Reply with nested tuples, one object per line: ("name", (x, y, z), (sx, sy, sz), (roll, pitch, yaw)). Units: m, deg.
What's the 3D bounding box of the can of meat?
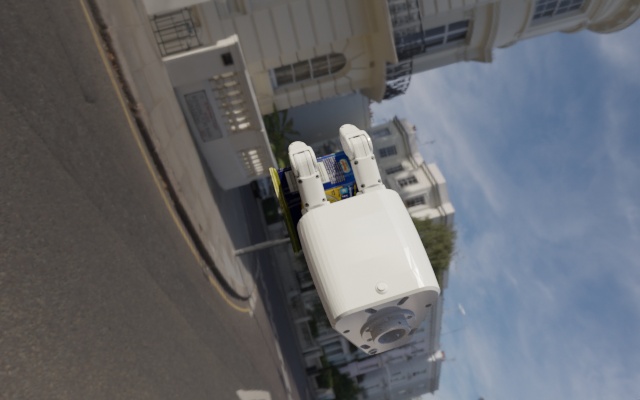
("can of meat", (0.000, 0.002, 0.499), (0.084, 0.057, 0.102), (-16, -41, -4))
